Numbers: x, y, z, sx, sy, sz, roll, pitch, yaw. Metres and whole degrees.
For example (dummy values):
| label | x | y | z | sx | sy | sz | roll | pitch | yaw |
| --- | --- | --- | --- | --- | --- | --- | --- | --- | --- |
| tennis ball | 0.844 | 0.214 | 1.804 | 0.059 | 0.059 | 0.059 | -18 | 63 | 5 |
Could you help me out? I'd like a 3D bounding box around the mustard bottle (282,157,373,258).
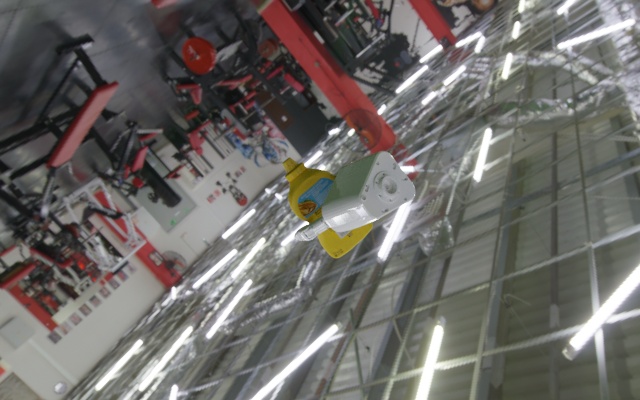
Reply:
| label | x | y | z | sx | sy | sz | roll | pitch | yaw |
| --- | --- | --- | --- | --- | --- | --- | --- | --- | --- |
| mustard bottle | 0.000 | 0.003 | 0.845 | 0.096 | 0.191 | 0.058 | -41 | 11 | -6 |
